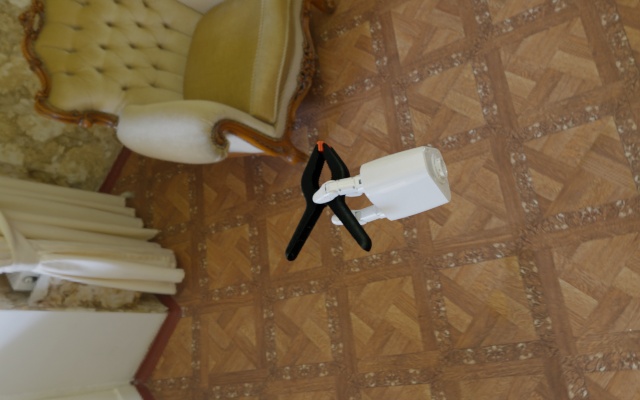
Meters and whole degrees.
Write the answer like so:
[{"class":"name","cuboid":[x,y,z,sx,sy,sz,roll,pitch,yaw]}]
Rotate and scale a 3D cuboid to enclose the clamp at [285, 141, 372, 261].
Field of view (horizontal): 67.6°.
[{"class":"clamp","cuboid":[0.000,0.002,0.820,0.164,0.210,0.036,-18,-22,28]}]
